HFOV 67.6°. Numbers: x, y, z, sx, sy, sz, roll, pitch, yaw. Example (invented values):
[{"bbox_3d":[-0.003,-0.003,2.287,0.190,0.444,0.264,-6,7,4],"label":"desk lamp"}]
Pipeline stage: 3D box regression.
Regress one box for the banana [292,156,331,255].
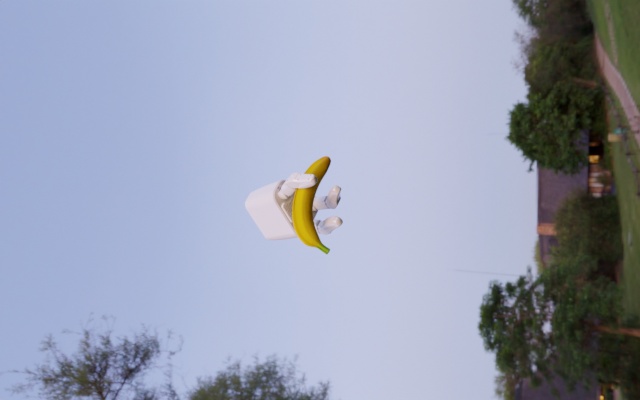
[{"bbox_3d":[-0.017,0.003,0.881,0.069,0.197,0.037,11,-24,-20],"label":"banana"}]
